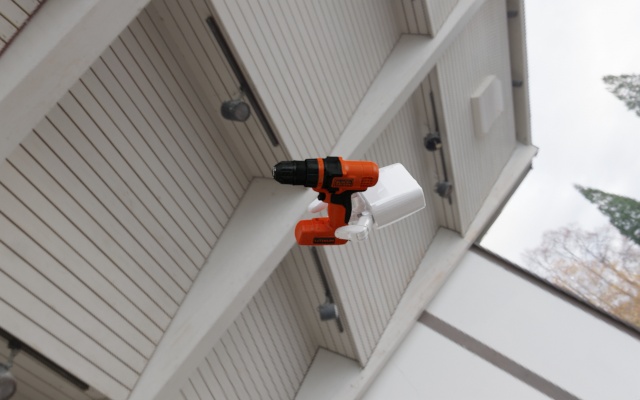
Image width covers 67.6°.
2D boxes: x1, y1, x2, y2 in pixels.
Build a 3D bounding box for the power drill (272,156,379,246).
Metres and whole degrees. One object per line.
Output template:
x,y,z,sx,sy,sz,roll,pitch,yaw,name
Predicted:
0.000,0.003,0.859,0.184,0.057,0.188,2,-44,-11,power drill
